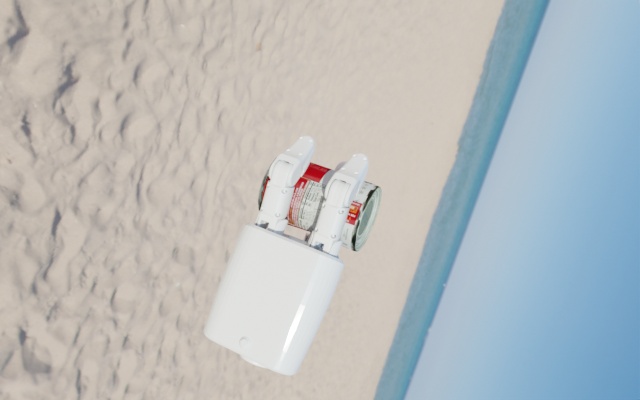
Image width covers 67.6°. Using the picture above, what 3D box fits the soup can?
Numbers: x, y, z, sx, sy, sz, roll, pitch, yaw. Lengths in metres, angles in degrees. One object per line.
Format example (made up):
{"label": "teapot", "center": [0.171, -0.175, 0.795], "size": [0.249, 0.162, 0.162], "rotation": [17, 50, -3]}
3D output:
{"label": "soup can", "center": [0.001, 0.001, 0.463], "size": [0.102, 0.068, 0.068], "rotation": [20, 6, 17]}
